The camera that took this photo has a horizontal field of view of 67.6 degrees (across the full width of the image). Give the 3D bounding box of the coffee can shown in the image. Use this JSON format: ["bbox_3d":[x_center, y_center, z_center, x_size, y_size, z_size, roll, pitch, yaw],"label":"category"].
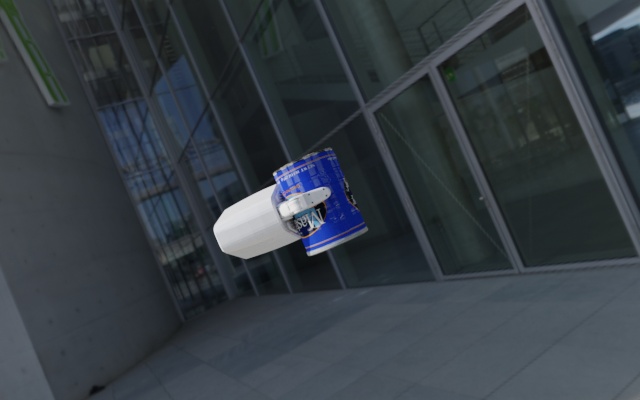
[{"bbox_3d":[0.000,0.003,0.748,0.103,0.140,0.103,-23,-1,-1],"label":"coffee can"}]
